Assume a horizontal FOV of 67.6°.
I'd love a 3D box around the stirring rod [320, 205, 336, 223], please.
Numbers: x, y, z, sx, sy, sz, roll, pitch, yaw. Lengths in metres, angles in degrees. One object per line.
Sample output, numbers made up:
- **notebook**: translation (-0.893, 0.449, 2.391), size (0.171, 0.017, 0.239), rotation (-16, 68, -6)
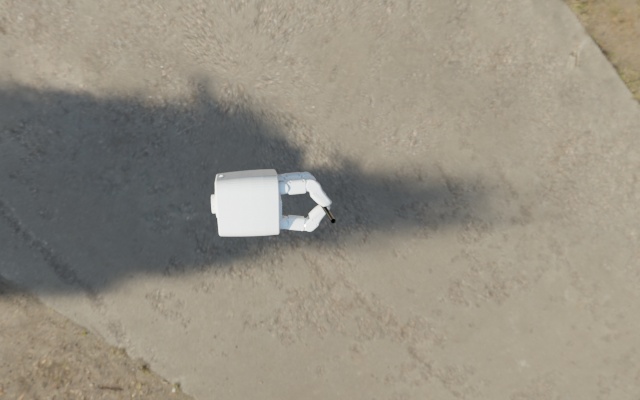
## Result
- **stirring rod**: translation (0.000, 0.003, 0.866), size (0.011, 0.011, 0.239), rotation (0, 14, -10)
